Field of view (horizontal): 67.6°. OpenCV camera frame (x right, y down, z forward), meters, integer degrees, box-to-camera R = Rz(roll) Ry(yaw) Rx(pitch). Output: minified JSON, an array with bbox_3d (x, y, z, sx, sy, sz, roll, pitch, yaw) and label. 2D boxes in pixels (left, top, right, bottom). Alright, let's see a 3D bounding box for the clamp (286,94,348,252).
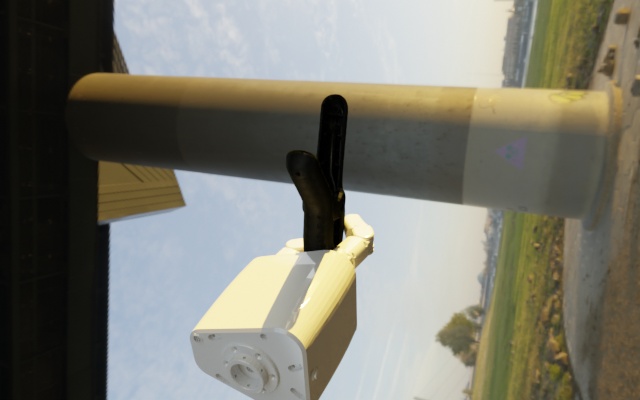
[{"bbox_3d":[0.000,0.001,0.431,0.039,0.171,0.120,8,28,21],"label":"clamp"}]
